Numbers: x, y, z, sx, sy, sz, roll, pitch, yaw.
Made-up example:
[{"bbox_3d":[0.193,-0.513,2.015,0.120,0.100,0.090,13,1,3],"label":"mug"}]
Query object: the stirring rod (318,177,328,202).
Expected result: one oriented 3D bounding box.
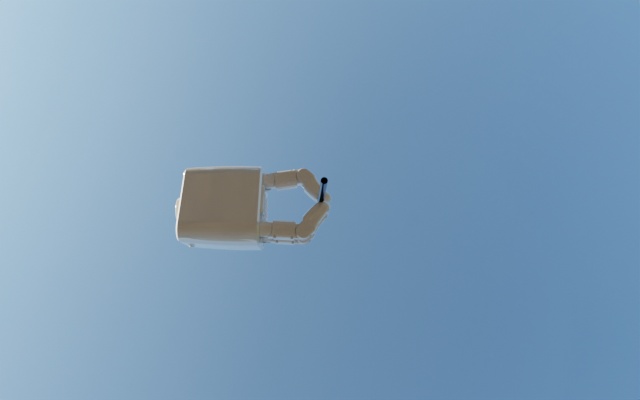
[{"bbox_3d":[0.000,0.002,0.638,0.011,0.011,0.239,0,-11,-2],"label":"stirring rod"}]
